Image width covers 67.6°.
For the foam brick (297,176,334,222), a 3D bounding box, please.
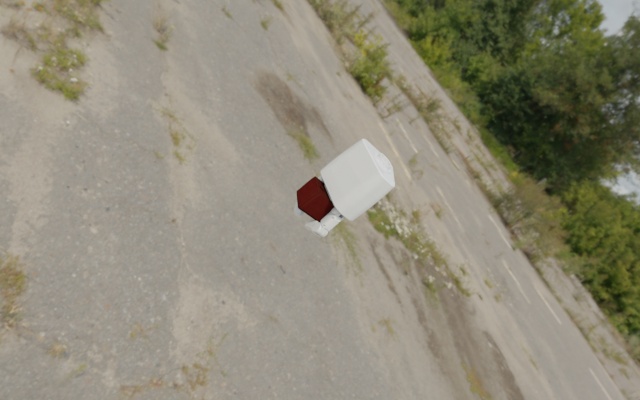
[{"bbox_3d":[0.000,0.003,0.897,0.051,0.053,0.078,-38,-54,22],"label":"foam brick"}]
